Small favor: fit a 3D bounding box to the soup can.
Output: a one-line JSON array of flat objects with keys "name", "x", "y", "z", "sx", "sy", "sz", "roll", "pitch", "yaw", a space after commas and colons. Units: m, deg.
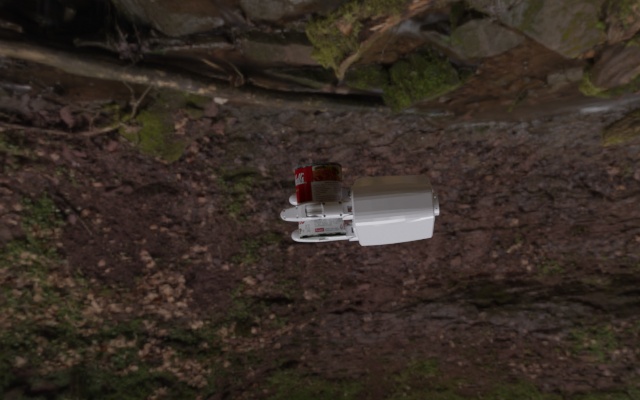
[{"name": "soup can", "x": 0.000, "y": 0.003, "z": 0.678, "sx": 0.068, "sy": 0.102, "sz": 0.068, "roll": -4, "pitch": -6, "yaw": 0}]
